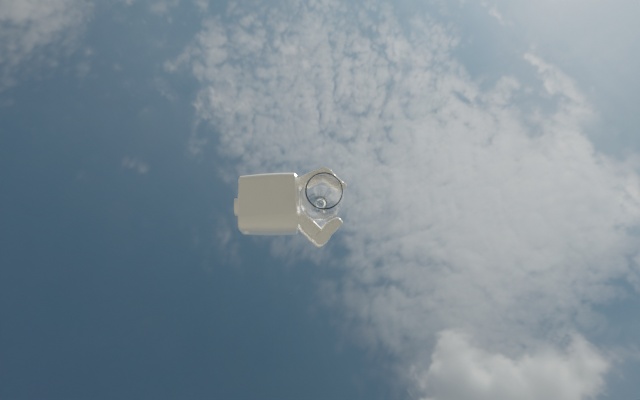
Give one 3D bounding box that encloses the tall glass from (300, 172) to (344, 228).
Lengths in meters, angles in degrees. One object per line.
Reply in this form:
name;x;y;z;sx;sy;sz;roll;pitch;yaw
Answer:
tall glass;0.000;0.003;0.871;0.079;0.079;0.201;0;-11;-4
